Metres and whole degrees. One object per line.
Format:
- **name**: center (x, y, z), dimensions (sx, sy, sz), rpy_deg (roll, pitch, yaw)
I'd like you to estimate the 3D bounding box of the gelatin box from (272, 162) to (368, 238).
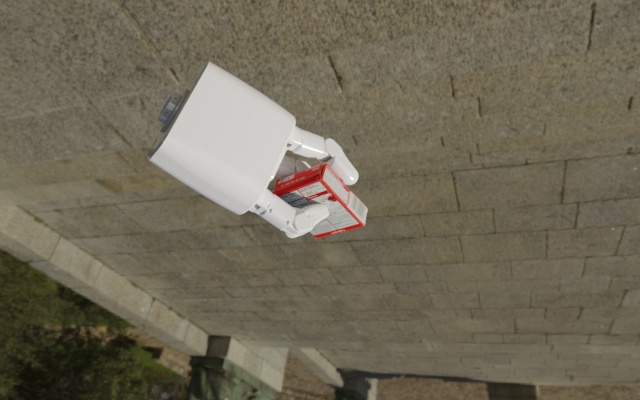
- **gelatin box**: center (0.000, 0.002, 0.550), dimensions (0.073, 0.030, 0.089), rpy_deg (-18, -50, 36)
